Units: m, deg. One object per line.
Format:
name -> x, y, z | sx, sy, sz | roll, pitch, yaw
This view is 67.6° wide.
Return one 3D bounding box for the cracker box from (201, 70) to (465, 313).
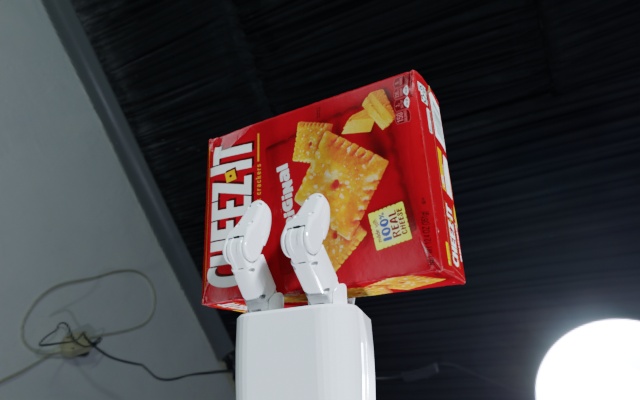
cracker box -> 0.000, 0.001, 0.410 | 0.214, 0.164, 0.072 | -13, -23, 26
